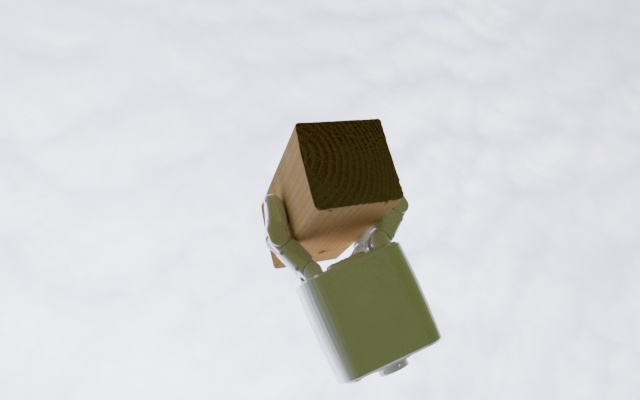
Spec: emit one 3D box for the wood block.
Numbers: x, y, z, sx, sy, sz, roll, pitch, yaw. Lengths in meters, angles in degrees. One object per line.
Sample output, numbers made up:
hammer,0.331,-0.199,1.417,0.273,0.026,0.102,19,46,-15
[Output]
wood block,0.000,0.002,0.532,0.091,0.090,0.206,-7,-20,-19
